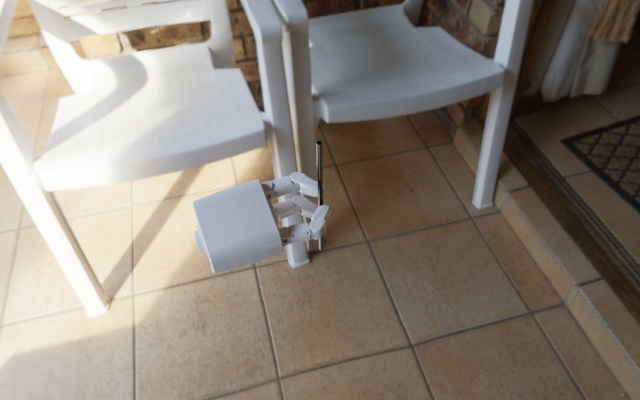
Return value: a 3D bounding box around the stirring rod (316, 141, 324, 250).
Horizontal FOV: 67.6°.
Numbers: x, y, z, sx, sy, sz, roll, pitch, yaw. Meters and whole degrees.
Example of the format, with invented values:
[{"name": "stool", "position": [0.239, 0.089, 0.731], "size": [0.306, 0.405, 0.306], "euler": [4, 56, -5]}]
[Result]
[{"name": "stirring rod", "position": [0.000, 0.003, 0.728], "size": [0.011, 0.011, 0.240], "euler": [0, -41, 1]}]
